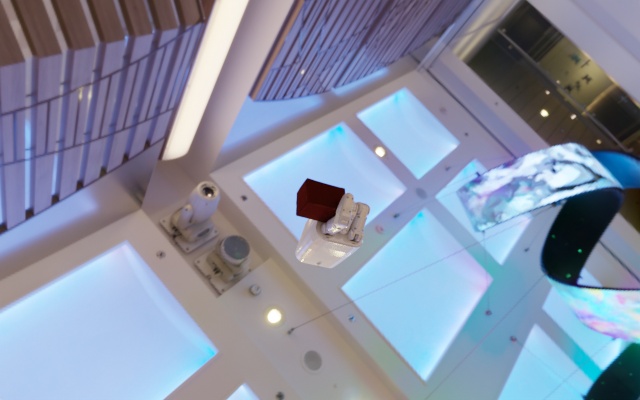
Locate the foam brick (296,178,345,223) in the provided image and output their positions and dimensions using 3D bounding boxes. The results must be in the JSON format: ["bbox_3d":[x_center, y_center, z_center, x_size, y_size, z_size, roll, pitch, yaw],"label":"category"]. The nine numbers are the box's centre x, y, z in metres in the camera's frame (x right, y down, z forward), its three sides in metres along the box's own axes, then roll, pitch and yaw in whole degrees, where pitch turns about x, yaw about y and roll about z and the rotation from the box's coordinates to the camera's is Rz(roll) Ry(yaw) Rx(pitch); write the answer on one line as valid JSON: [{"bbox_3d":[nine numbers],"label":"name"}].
[{"bbox_3d":[0.000,0.003,0.853,0.078,0.053,0.051,16,-36,-22],"label":"foam brick"}]
